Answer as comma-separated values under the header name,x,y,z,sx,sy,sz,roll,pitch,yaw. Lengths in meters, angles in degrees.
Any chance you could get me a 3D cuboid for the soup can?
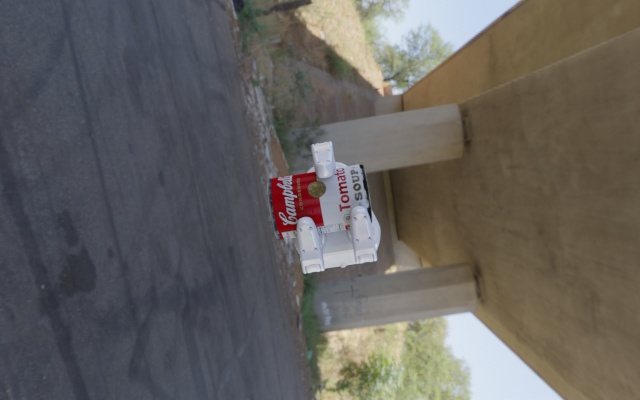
name,x,y,z,sx,sy,sz,roll,pitch,yaw
soup can,0.000,0.001,0.509,0.102,0.068,0.068,-9,-1,3
